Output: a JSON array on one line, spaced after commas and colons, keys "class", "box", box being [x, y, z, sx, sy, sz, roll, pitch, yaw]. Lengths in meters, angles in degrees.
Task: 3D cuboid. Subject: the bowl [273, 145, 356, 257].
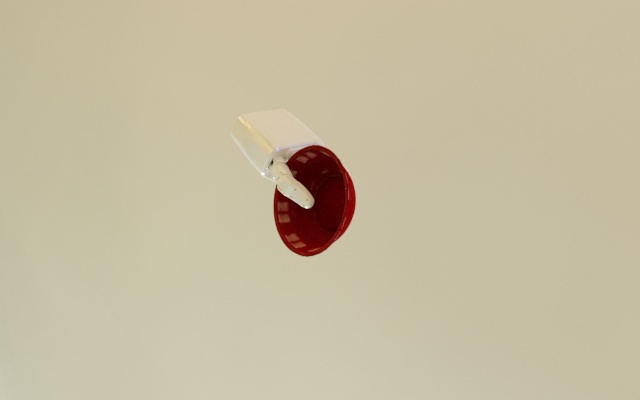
[{"class": "bowl", "box": [0.001, 0.003, 0.705, 0.055, 0.162, 0.162, 8, -5, -43]}]
